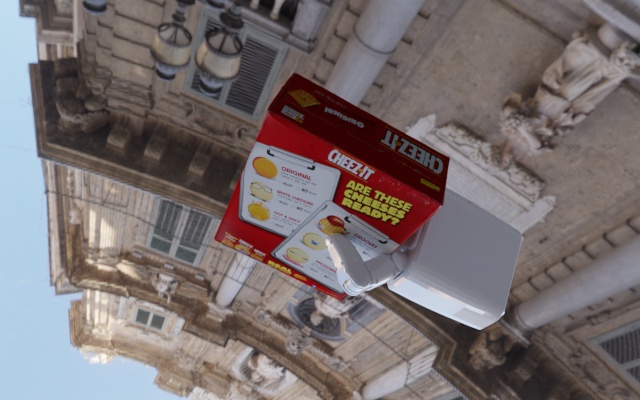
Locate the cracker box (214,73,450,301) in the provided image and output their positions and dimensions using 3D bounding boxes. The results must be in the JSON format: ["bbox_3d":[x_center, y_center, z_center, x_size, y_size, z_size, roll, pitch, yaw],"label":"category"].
[{"bbox_3d":[0.000,0.002,0.481,0.164,0.072,0.214,27,-41,-6],"label":"cracker box"}]
